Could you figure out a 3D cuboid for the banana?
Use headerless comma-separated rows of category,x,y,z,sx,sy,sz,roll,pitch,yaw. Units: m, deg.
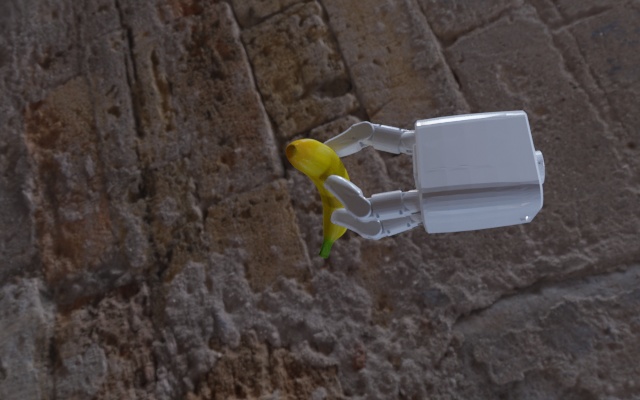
banana,0.007,-0.011,0.524,0.037,0.069,0.198,11,-34,21
